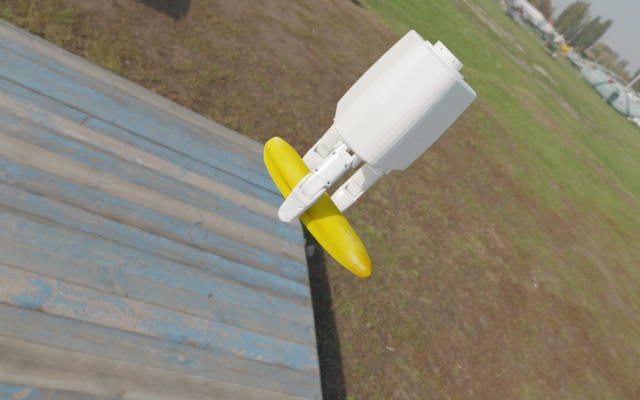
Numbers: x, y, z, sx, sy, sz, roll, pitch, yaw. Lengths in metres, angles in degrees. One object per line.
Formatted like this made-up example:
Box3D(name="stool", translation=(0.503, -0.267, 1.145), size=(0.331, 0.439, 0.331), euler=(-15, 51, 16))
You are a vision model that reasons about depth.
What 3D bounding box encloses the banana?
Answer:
Box3D(name="banana", translation=(-0.010, -0.004, 0.501), size=(0.037, 0.197, 0.069), euler=(-41, -25, 14))
